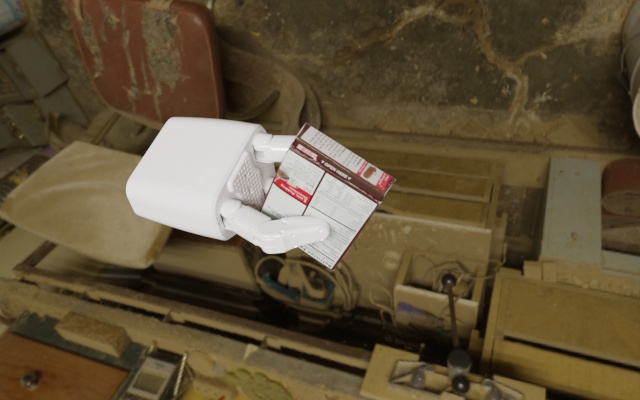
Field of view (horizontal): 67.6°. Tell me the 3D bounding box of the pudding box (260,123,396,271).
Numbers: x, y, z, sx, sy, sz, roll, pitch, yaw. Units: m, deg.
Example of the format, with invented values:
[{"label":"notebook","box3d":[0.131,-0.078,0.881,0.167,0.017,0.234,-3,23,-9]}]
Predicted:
[{"label":"pudding box","box3d":[0.000,0.001,0.423,0.090,0.039,0.114,32,-41,2]}]
